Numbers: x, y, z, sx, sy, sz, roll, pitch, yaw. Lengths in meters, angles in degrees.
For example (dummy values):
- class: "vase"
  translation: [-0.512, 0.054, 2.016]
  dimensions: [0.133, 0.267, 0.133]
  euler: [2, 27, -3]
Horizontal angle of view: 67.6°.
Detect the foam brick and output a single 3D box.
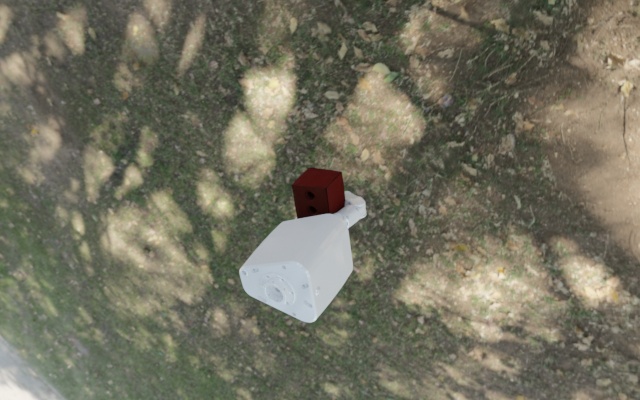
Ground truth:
- class: "foam brick"
  translation: [0.000, 0.002, 0.653]
  dimensions: [0.053, 0.078, 0.051]
  euler: [7, 31, 28]
